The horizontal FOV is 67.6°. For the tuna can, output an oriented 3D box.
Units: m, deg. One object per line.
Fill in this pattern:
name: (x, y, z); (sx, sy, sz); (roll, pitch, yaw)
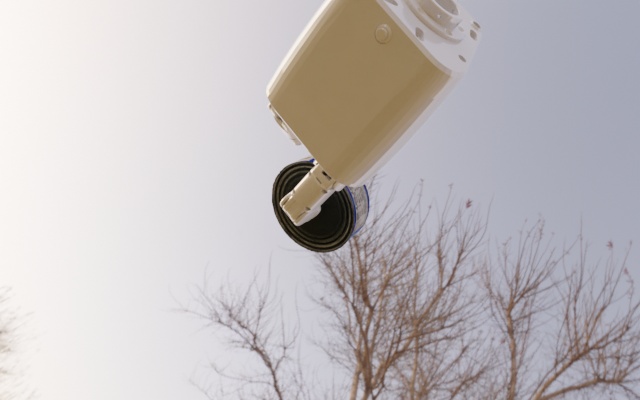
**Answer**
tuna can: (0.000, 0.001, 0.429); (0.086, 0.086, 0.033); (0, 21, 34)
